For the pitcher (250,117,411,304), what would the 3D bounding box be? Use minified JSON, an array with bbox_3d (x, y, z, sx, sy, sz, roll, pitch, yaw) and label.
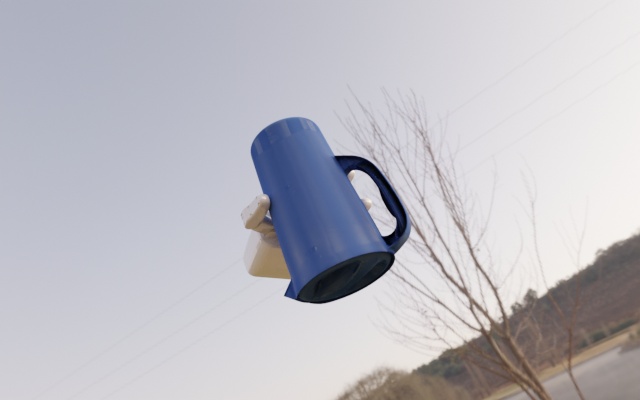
[{"bbox_3d":[0.000,0.002,0.643,0.149,0.242,0.145,-9,-31,-28],"label":"pitcher"}]
